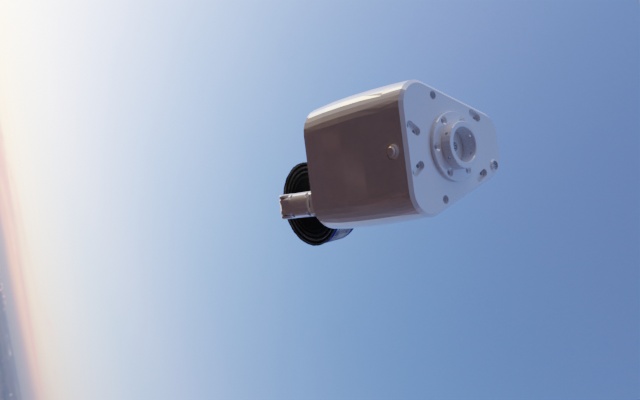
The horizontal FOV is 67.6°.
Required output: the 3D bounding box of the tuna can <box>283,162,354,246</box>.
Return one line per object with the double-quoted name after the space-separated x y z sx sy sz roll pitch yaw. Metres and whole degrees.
0.000 0.002 0.493 0.034 0.086 0.086 -11 7 -40 "tuna can"
